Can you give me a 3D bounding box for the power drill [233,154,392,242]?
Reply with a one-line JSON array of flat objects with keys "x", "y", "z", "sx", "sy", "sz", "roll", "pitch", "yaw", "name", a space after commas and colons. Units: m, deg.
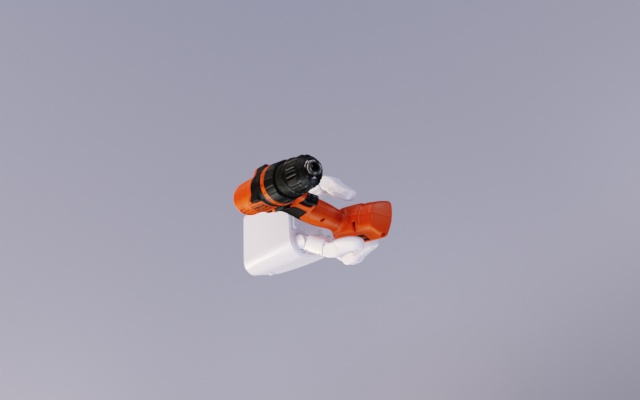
[{"x": 0.000, "y": 0.002, "z": 0.623, "sx": 0.188, "sy": 0.057, "sz": 0.184, "roll": 22, "pitch": -21, "yaw": -28, "name": "power drill"}]
